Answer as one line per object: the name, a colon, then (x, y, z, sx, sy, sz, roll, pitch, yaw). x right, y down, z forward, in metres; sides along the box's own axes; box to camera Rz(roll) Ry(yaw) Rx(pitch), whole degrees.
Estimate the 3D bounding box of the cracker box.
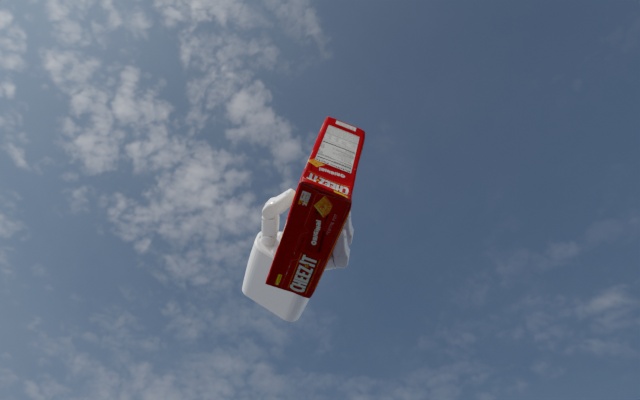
cracker box: (0.000, 0.002, 0.662, 0.072, 0.164, 0.213, 19, 31, -1)
